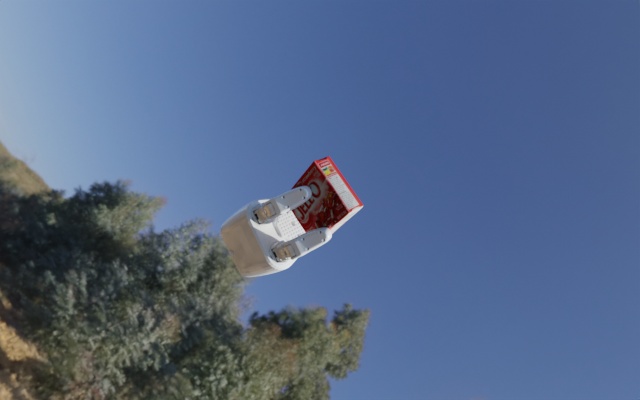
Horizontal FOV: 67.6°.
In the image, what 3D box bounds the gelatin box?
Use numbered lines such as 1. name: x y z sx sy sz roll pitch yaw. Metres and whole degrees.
1. gelatin box: 0.001 0.002 0.575 0.030 0.073 0.089 -24 -14 -41
